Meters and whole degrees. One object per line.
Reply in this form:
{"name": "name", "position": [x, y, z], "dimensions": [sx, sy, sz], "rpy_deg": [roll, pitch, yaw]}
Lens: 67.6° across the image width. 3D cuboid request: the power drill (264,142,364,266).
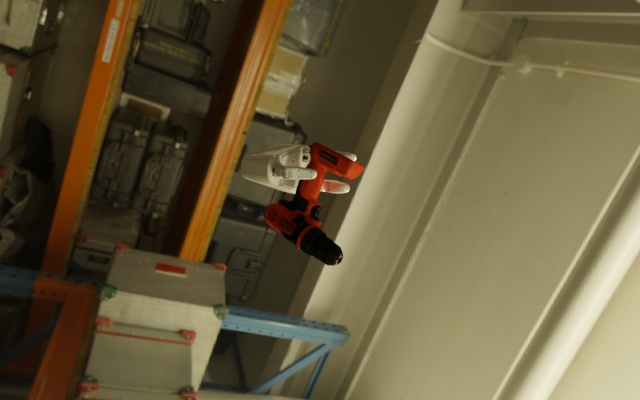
{"name": "power drill", "position": [0.000, 0.002, 0.863], "dimensions": [0.184, 0.187, 0.057], "rpy_deg": [32, 5, 30]}
